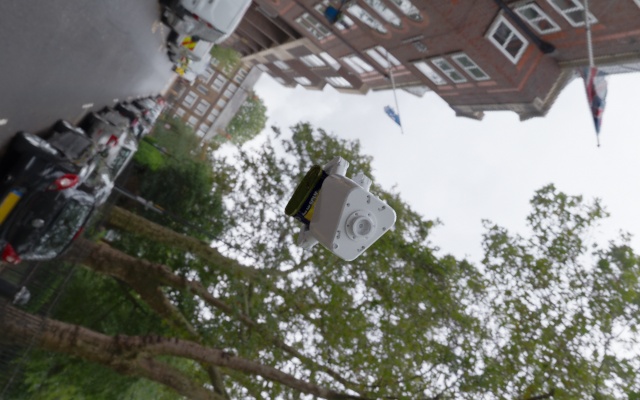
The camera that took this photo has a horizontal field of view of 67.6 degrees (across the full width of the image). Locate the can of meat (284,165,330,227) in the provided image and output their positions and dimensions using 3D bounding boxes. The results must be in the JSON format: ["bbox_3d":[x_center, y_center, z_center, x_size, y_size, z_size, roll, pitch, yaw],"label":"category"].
[{"bbox_3d":[0.000,0.003,0.836,0.084,0.102,0.057,34,-3,-21],"label":"can of meat"}]
